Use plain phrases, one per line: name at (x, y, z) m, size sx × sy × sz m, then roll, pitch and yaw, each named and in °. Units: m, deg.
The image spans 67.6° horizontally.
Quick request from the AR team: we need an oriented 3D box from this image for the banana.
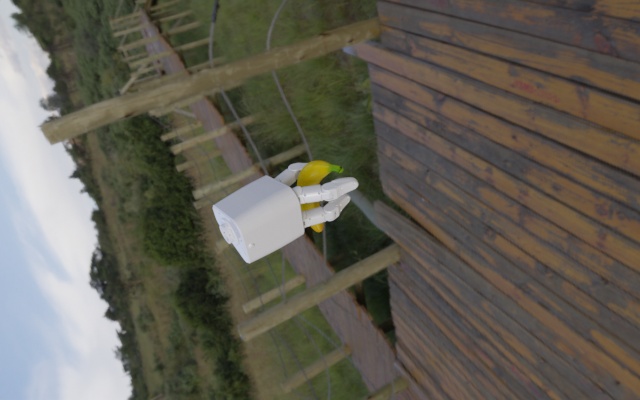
banana at (-0.012, -0.012, 0.825) m, size 0.037 × 0.069 × 0.198 m, roll -37°, pitch -20°, yaw -27°
